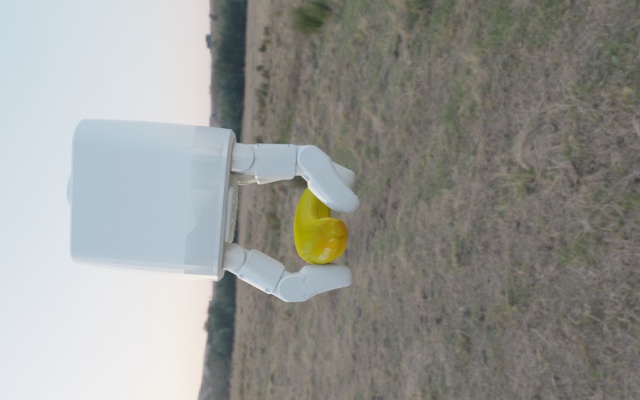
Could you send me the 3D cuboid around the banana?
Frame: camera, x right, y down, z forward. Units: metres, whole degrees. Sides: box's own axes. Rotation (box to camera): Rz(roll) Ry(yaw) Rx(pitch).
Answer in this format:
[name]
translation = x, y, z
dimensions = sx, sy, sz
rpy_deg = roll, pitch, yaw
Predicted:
[banana]
translation = -0.003, 0.018, 0.427
dimensions = 0.037, 0.070, 0.197
rpy_deg = 8, 18, -6
